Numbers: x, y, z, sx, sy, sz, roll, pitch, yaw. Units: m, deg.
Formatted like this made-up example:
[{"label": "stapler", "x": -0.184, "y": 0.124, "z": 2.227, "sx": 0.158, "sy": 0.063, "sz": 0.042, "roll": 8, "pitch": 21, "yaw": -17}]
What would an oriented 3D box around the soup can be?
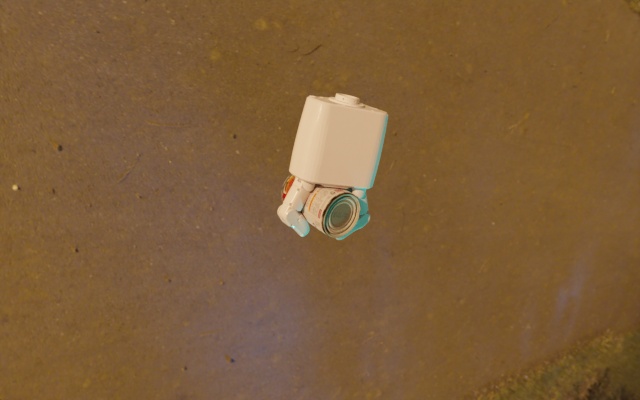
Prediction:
[{"label": "soup can", "x": 0.000, "y": 0.003, "z": 0.675, "sx": 0.068, "sy": 0.068, "sz": 0.102, "roll": 0, "pitch": 22, "yaw": -40}]
